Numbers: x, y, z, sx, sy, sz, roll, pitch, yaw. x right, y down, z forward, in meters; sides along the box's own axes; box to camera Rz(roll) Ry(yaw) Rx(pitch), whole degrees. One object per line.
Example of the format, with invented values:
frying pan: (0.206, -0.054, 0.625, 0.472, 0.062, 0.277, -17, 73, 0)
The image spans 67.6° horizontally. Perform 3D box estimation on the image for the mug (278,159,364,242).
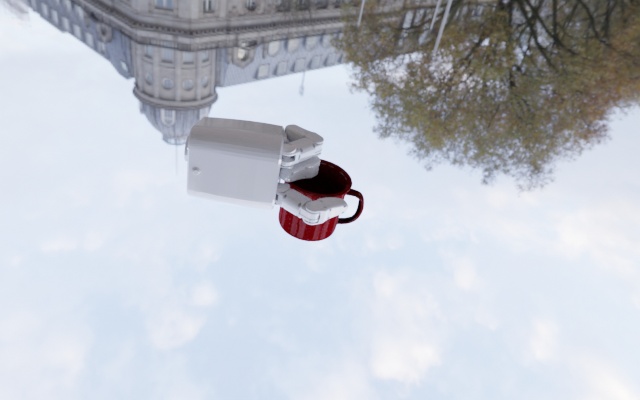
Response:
mug: (0.001, 0.002, 0.642, 0.117, 0.081, 0.093, 9, 34, -7)
